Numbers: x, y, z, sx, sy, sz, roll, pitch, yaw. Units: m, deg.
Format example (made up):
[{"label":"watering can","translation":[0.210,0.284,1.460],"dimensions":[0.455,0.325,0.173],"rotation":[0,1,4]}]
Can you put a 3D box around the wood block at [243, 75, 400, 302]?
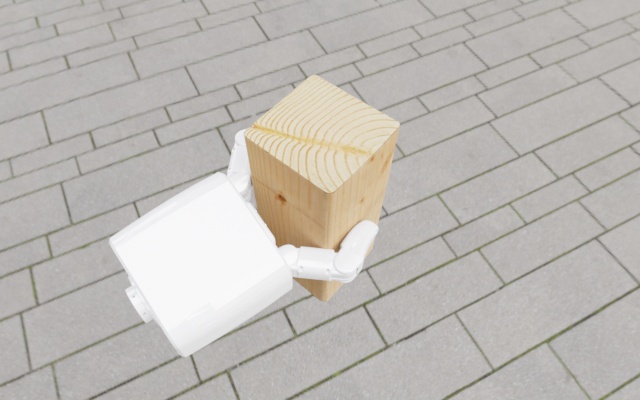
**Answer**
[{"label":"wood block","translation":[0.000,0.002,0.452],"dimensions":[0.091,0.090,0.206],"rotation":[35,-27,20]}]
